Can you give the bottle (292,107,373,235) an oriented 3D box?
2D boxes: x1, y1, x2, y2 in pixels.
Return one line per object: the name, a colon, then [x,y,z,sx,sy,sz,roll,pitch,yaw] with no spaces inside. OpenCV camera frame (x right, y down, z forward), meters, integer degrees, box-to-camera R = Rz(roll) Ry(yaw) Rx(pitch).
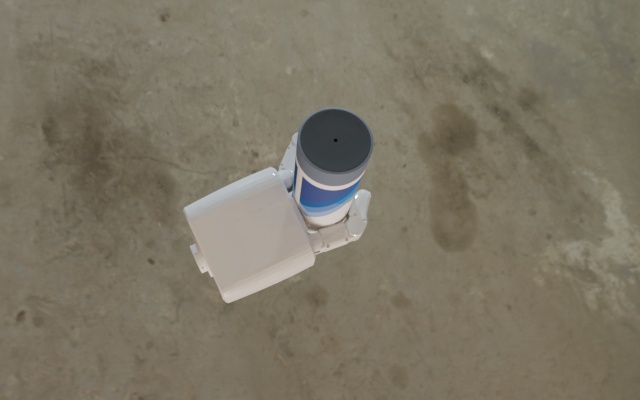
bottle: [0.000,0.002,0.547,0.069,0.069,0.296,0,-22,-5]
